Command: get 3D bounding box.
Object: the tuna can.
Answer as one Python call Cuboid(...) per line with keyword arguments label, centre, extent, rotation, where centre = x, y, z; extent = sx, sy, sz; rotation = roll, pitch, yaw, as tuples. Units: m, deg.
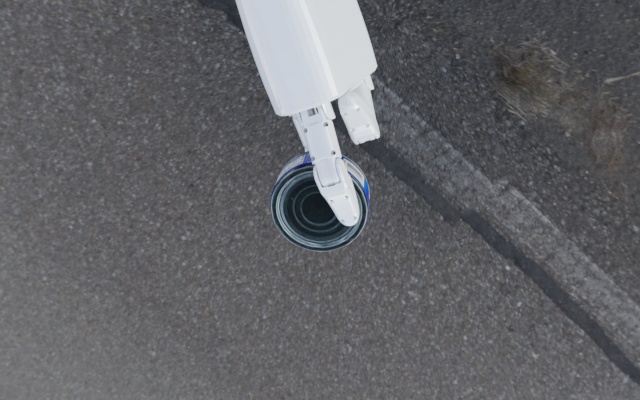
Cuboid(label="tuna can", centre=(0.000, 0.002, 0.416), extent=(0.086, 0.086, 0.033), rotation=(0, 26, 6))
